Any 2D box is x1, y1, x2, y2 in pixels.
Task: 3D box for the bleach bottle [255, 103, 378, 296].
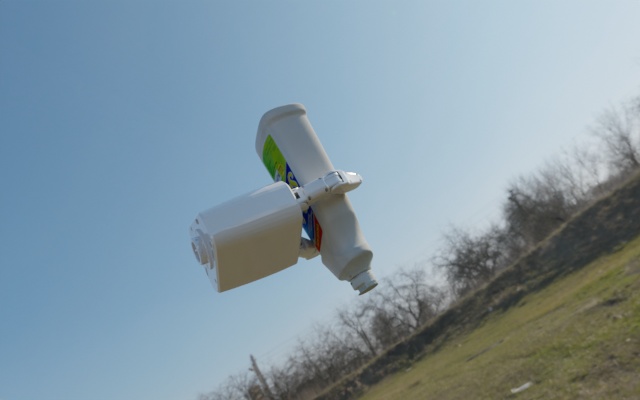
[{"bbox_3d":[0.000,0.002,0.611,0.068,0.250,0.103,-21,-22,-25],"label":"bleach bottle"}]
